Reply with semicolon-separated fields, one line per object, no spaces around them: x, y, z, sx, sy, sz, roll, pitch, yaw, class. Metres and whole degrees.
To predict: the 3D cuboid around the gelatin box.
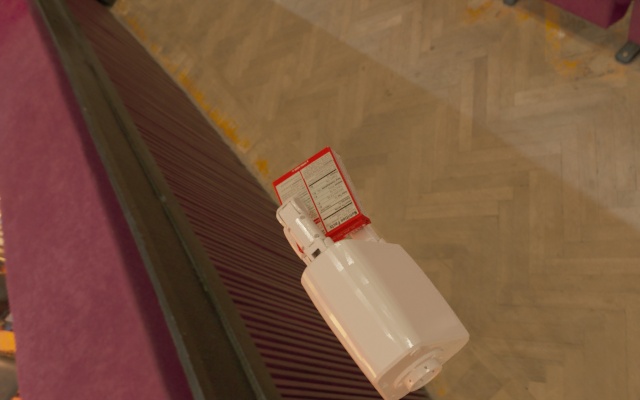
0.000;0.001;0.482;0.073;0.089;0.030;-32;-28;16;gelatin box
